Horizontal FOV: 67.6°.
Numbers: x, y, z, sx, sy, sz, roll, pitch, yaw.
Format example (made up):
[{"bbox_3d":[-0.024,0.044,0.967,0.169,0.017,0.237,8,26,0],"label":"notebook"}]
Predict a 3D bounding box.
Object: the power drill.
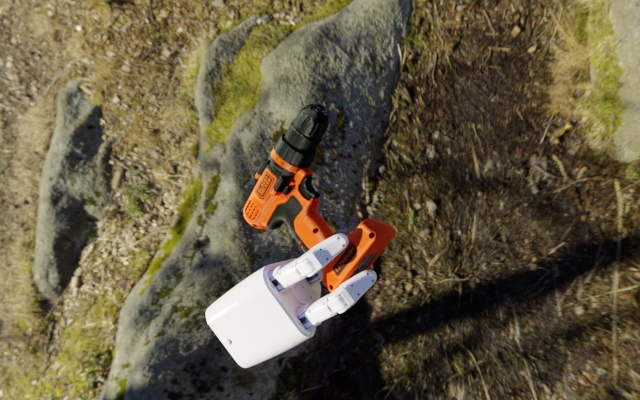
[{"bbox_3d":[0.000,0.002,0.580,0.187,0.184,0.057,46,30,25],"label":"power drill"}]
